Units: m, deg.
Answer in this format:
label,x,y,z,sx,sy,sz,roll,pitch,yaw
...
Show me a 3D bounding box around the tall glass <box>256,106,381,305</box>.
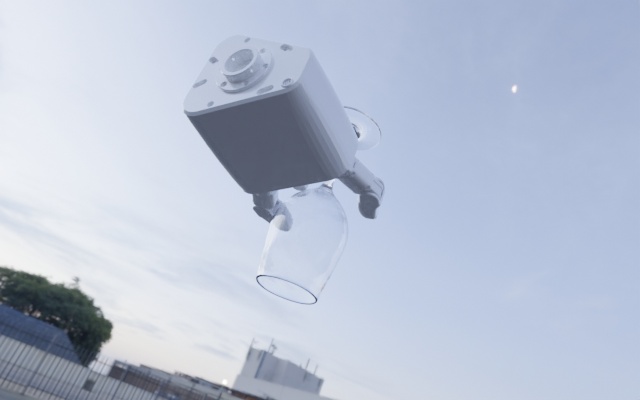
label,x,y,z,sx,sy,sz,roll,pitch,yaw
tall glass,0.000,0.001,0.491,0.079,0.201,0.079,17,-27,9
